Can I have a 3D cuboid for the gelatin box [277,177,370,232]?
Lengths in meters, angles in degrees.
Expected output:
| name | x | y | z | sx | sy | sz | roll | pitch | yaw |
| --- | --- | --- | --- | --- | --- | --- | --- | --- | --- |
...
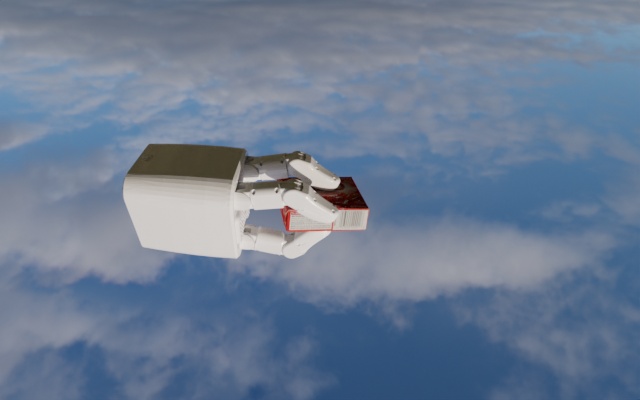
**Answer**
| name | x | y | z | sx | sy | sz | roll | pitch | yaw |
| --- | --- | --- | --- | --- | --- | --- | --- | --- | --- |
| gelatin box | 0.000 | 0.002 | 0.518 | 0.089 | 0.030 | 0.073 | 0 | 30 | -13 |
